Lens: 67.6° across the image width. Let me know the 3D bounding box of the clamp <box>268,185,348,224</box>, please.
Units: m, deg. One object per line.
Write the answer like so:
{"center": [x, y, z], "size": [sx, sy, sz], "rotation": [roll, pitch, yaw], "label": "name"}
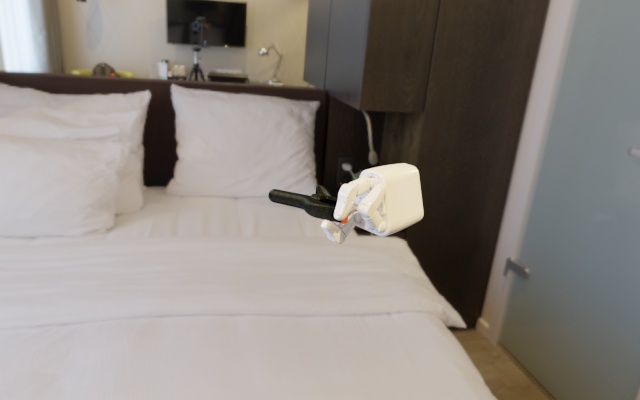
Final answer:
{"center": [0.000, 0.002, 0.869], "size": [0.120, 0.039, 0.171], "rotation": [-17, 28, -41], "label": "clamp"}
